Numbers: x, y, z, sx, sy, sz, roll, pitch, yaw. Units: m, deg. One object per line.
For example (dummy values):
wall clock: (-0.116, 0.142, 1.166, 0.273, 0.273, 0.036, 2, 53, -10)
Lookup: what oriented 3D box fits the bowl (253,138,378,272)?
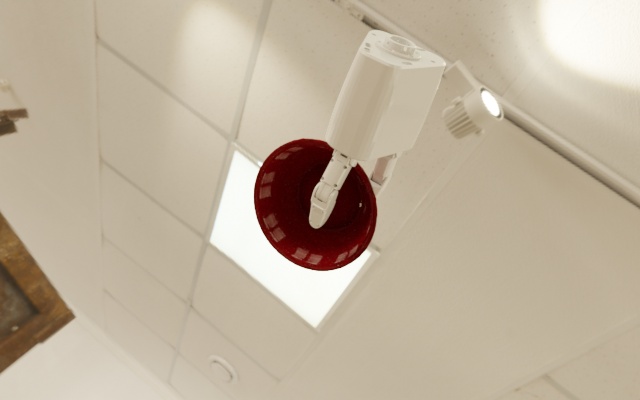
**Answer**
bowl: (0.000, 0.003, 0.584, 0.162, 0.162, 0.055, 0, 14, 25)
